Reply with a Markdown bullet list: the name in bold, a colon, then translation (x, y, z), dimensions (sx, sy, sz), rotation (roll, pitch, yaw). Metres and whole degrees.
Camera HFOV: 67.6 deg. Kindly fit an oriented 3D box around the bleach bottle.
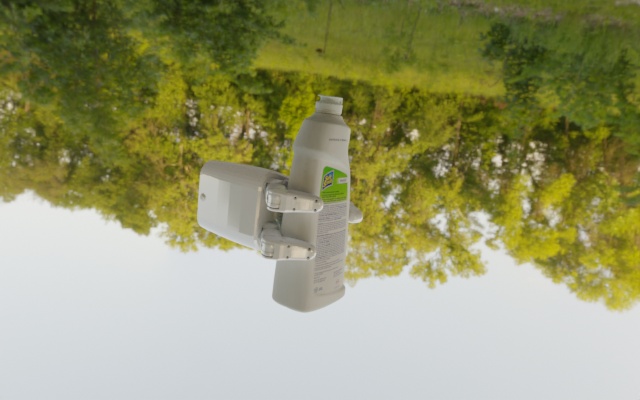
- **bleach bottle**: translation (0.000, 0.002, 0.577), dimensions (0.068, 0.251, 0.102), rotation (15, 14, 32)
